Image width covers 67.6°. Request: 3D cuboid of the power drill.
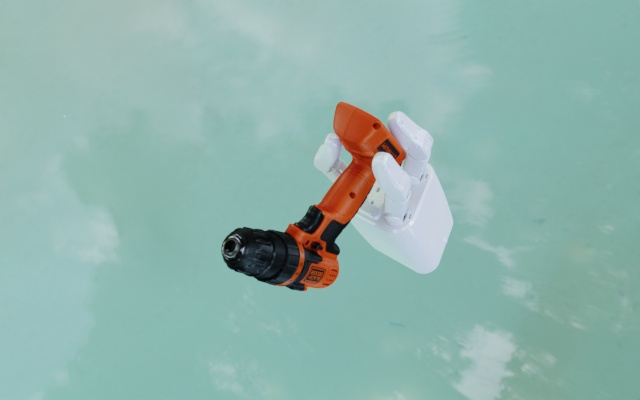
[{"bbox_3d":[0.000,0.001,0.472,0.057,0.187,0.184,34,3,28],"label":"power drill"}]
